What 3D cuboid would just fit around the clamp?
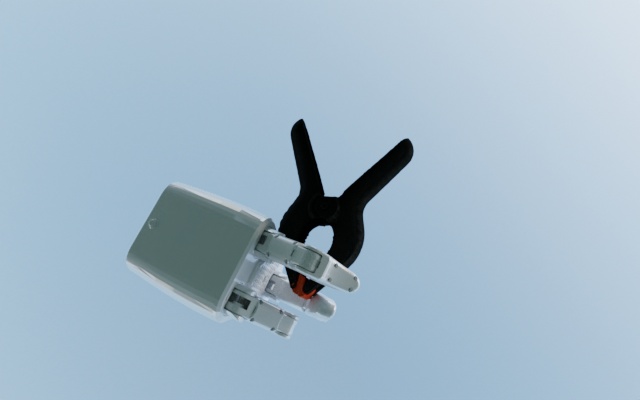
[{"bbox_3d":[0.000,0.002,0.441,0.120,0.171,0.039,21,-14,26],"label":"clamp"}]
